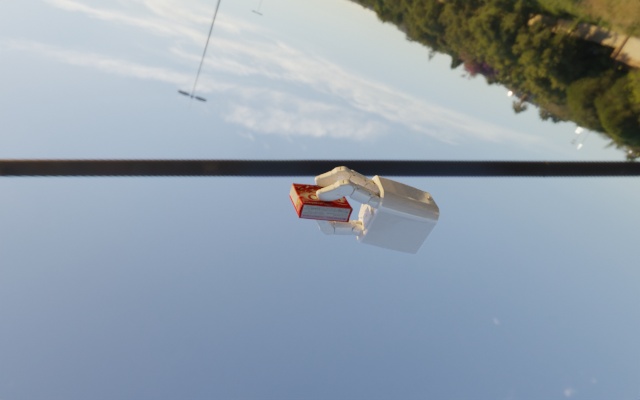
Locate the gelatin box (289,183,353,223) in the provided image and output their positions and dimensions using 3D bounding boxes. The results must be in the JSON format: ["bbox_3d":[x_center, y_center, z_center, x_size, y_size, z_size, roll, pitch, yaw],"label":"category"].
[{"bbox_3d":[0.000,0.003,0.788,0.089,0.030,0.073,5,28,-20],"label":"gelatin box"}]
